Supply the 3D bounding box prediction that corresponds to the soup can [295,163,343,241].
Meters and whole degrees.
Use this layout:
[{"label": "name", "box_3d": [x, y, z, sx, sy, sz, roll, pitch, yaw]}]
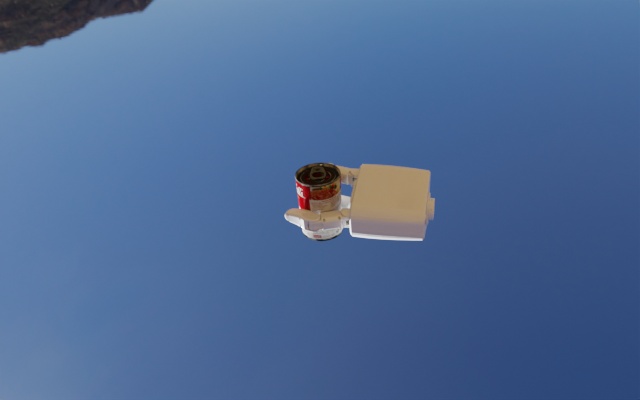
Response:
[{"label": "soup can", "box_3d": [0.000, 0.003, 0.731, 0.068, 0.102, 0.068, -4, 33, 3]}]
